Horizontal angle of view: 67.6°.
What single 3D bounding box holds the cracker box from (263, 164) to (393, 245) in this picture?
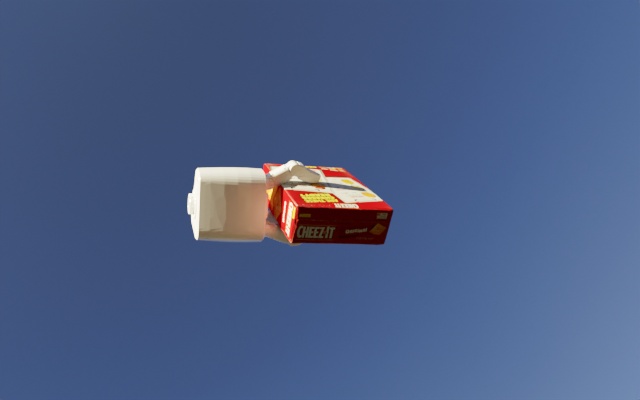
[{"bbox_3d":[0.000,0.002,0.820,0.164,0.072,0.213,2,21,-21],"label":"cracker box"}]
